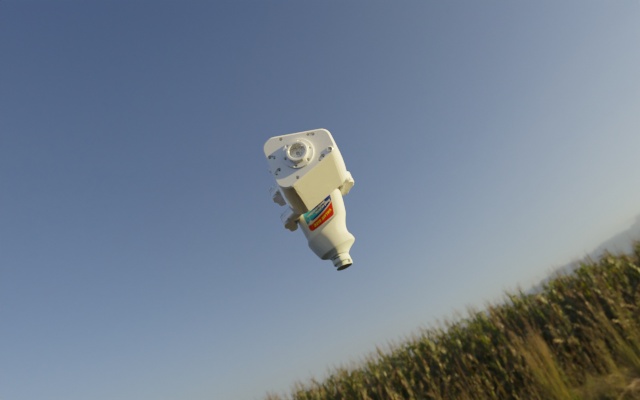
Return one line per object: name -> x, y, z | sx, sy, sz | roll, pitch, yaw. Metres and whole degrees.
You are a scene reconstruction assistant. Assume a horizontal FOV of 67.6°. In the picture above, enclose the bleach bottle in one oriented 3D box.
bleach bottle -> 0.000, 0.003, 0.846 | 0.102, 0.250, 0.068 | -25, -23, 1
